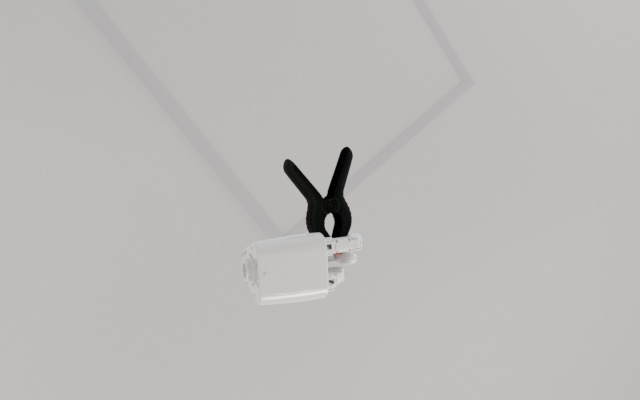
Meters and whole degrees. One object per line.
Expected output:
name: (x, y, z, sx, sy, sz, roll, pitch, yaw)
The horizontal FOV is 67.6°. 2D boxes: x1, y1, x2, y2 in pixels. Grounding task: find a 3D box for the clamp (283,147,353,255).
clamp: (0.000, 0.003, 0.751, 0.120, 0.171, 0.039, -5, 4, -22)
